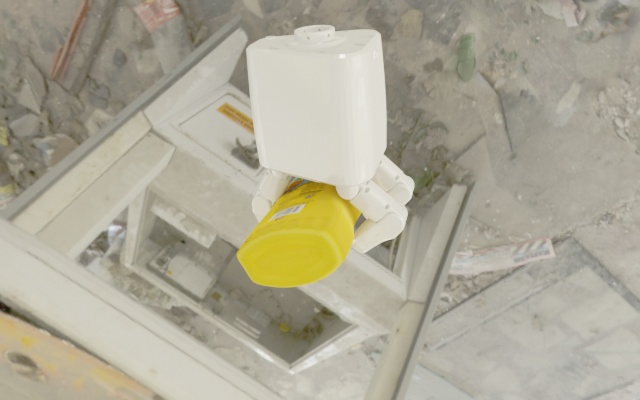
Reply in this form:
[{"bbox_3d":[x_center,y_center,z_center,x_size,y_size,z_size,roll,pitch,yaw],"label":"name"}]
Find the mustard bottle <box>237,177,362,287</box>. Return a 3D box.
[{"bbox_3d":[0.000,0.002,0.461,0.096,0.058,0.191,-19,22,28],"label":"mustard bottle"}]
